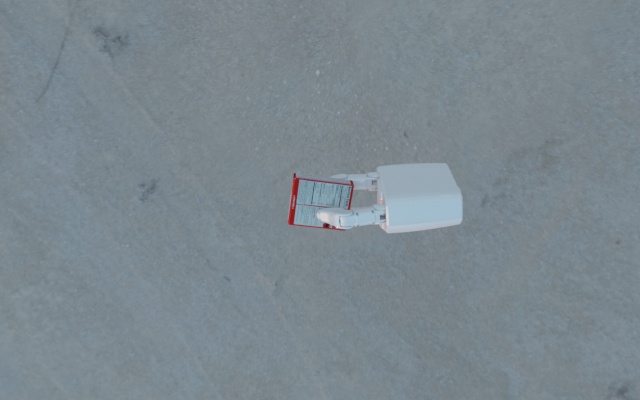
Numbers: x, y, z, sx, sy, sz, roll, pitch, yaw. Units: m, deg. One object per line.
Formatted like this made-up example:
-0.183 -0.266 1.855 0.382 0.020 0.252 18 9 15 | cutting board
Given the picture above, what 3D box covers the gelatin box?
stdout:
0.000 0.002 0.700 0.089 0.073 0.030 6 19 -6 | gelatin box
